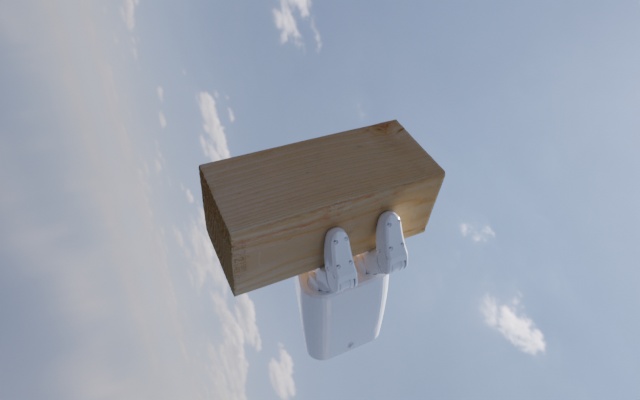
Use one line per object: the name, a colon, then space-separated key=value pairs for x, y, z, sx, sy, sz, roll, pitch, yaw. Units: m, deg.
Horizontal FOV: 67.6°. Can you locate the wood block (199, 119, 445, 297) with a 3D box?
wood block: x=0.000 y=0.002 z=0.458 sx=0.206 sy=0.090 sz=0.090 roll=-16 pitch=49 yaw=-22
